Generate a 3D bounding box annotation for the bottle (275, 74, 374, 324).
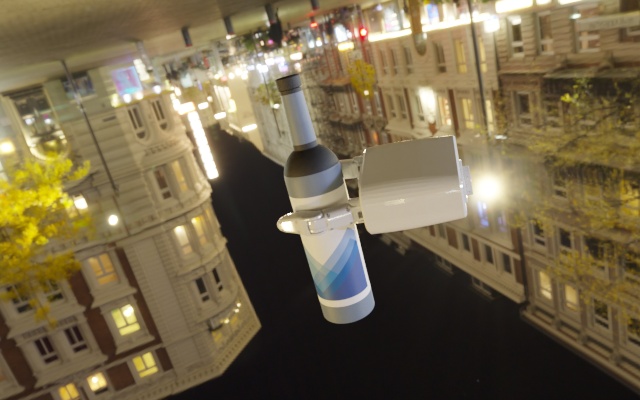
[{"bbox_3d":[0.000,0.002,0.560,0.069,0.296,0.069,-13,18,5],"label":"bottle"}]
